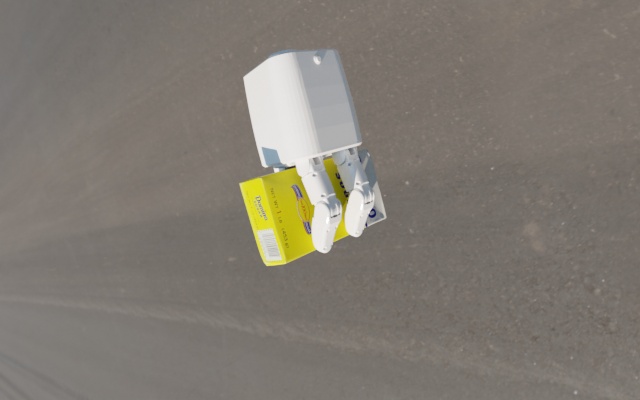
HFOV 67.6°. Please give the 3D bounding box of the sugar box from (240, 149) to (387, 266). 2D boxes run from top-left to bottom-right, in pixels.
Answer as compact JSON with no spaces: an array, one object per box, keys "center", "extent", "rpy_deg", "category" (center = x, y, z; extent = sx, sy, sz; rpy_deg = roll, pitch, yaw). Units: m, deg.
[{"center":[0.000,0.002,0.545],"extent":[0.176,0.093,0.048],"rpy_deg":[-20,7,-42],"category":"sugar box"}]
